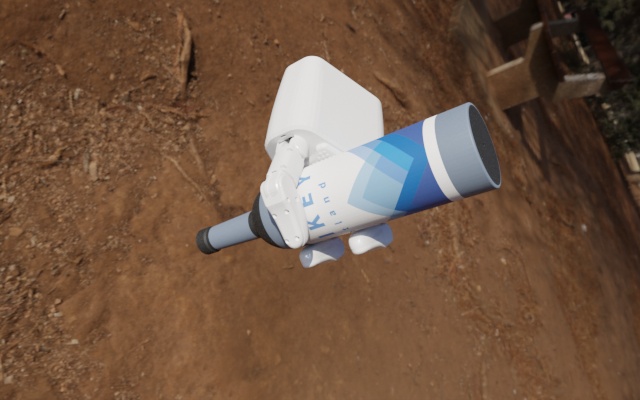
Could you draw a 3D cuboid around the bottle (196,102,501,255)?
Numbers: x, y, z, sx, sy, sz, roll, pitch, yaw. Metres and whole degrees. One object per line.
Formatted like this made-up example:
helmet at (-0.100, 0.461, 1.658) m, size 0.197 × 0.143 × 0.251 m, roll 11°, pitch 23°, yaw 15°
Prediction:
bottle at (0.000, 0.001, 0.422) m, size 0.296 × 0.069 × 0.069 m, roll -19°, pitch -10°, yaw 31°
